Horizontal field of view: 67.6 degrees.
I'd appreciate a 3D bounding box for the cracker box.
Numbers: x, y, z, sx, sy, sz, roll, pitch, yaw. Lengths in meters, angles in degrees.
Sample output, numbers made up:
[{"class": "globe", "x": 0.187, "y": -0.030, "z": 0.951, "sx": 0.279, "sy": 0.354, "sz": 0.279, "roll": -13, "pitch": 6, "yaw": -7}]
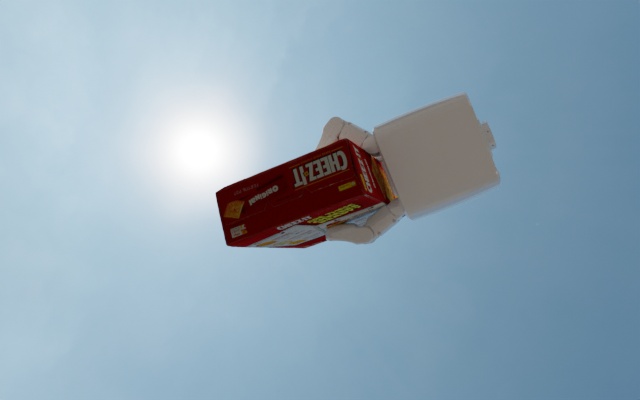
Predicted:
[{"class": "cracker box", "x": 0.000, "y": 0.002, "z": 0.586, "sx": 0.164, "sy": 0.072, "sz": 0.214, "roll": -21, "pitch": -13, "yaw": 17}]
